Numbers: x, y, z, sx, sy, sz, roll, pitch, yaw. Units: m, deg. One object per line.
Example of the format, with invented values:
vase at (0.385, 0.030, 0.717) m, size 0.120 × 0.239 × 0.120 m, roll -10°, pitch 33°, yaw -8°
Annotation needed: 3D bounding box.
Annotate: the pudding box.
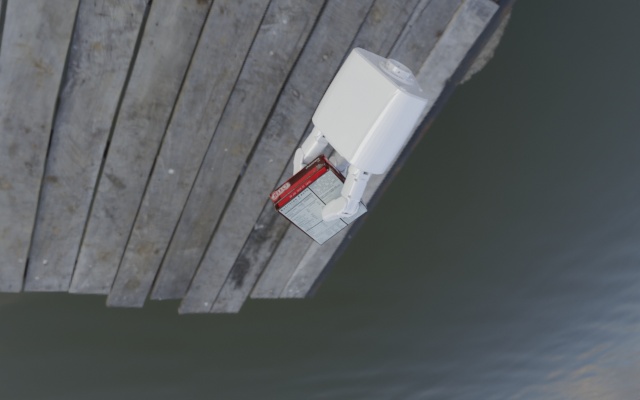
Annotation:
pudding box at (0.000, 0.002, 0.642) m, size 0.090 × 0.039 × 0.113 m, roll -37°, pitch -46°, yaw 10°
